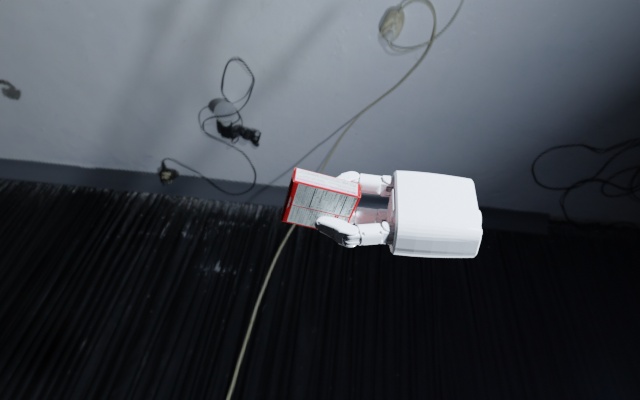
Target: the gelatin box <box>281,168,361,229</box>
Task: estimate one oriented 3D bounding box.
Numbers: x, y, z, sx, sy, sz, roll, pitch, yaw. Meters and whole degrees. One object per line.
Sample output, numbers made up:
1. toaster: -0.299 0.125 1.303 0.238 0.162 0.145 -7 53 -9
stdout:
1. gelatin box: 0.000 0.002 0.614 0.089 0.073 0.030 13 43 -8
